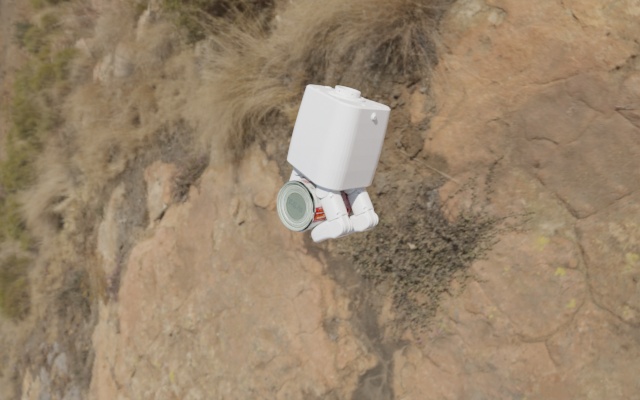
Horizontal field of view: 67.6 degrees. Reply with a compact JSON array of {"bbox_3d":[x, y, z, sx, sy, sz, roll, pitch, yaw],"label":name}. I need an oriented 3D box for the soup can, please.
[{"bbox_3d":[0.000,0.003,0.643,0.068,0.068,0.102,0,6,42],"label":"soup can"}]
